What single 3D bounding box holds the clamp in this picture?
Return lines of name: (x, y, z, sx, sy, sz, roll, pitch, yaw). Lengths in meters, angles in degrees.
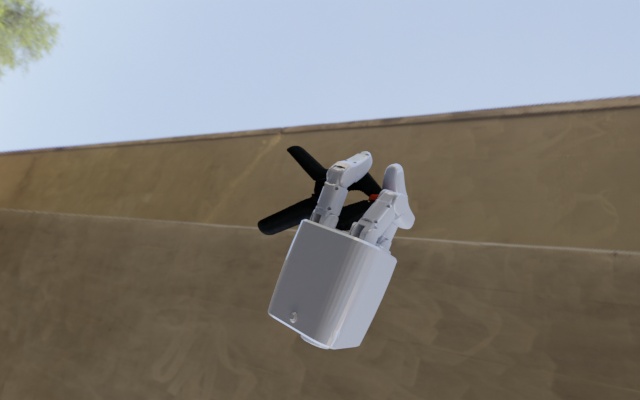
clamp: (0.001, 0.002, 0.559, 0.171, 0.120, 0.039, 18, -7, 41)
